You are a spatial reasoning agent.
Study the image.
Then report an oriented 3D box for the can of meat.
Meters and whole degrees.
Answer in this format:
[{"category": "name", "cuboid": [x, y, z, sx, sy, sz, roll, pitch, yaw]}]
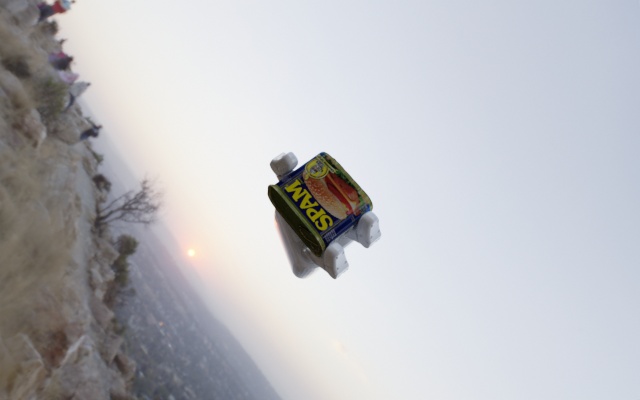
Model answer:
[{"category": "can of meat", "cuboid": [0.000, 0.002, 0.574, 0.084, 0.102, 0.057, -36, -13, -19]}]
